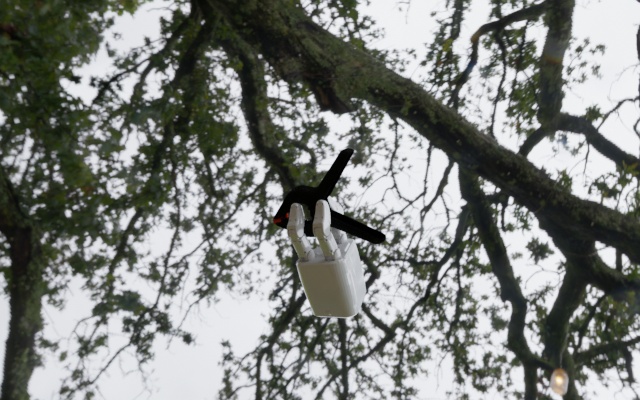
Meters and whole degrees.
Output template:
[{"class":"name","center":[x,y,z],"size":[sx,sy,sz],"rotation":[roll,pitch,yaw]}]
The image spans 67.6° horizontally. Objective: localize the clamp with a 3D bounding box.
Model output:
[{"class":"clamp","center":[0.000,0.003,0.819],"size":[0.210,0.164,0.036],"rotation":[-7,14,35]}]
